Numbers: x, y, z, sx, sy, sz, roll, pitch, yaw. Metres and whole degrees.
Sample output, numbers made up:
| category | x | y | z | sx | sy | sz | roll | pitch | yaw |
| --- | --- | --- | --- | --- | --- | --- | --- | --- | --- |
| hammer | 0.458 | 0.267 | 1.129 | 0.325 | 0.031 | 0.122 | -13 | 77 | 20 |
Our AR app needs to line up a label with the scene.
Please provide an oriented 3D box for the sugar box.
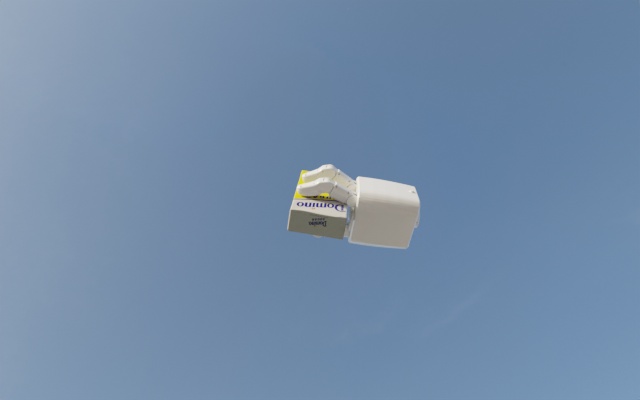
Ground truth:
| category | x | y | z | sx | sy | sz | roll | pitch | yaw |
| --- | --- | --- | --- | --- | --- | --- | --- | --- | --- |
| sugar box | 0.000 | 0.002 | 0.831 | 0.093 | 0.048 | 0.176 | 9 | 22 | -1 |
